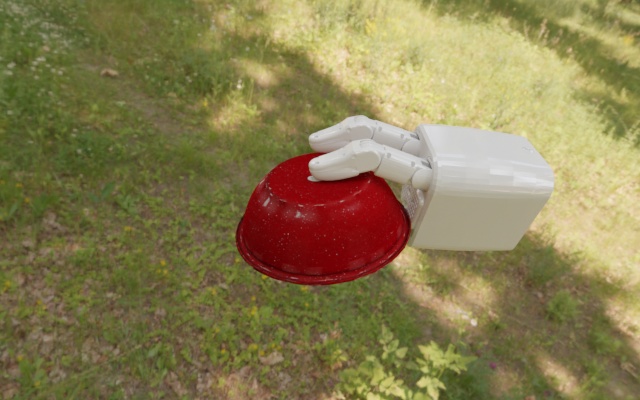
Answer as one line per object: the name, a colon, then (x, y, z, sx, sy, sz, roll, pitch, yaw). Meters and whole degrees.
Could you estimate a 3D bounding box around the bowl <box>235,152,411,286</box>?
bowl: (-0.001, 0.001, 0.427, 0.162, 0.055, 0.162, -4, 33, 3)
